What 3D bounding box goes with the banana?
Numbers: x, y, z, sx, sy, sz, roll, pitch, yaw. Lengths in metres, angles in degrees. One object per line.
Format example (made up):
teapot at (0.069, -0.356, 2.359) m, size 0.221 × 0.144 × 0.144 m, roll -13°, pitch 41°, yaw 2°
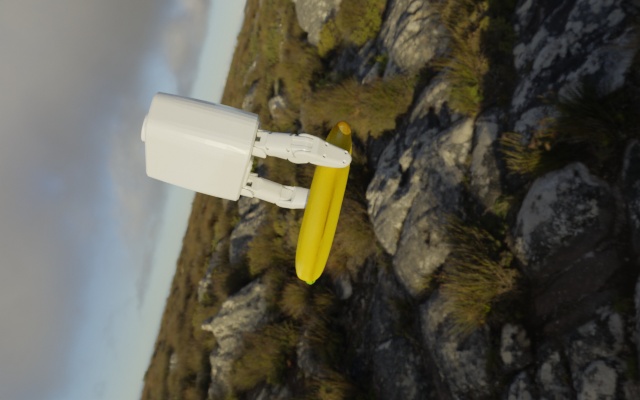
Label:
banana at (0.001, 0.009, 0.528) m, size 0.037 × 0.198 × 0.069 m, roll 13°, pitch 10°, yaw -8°
